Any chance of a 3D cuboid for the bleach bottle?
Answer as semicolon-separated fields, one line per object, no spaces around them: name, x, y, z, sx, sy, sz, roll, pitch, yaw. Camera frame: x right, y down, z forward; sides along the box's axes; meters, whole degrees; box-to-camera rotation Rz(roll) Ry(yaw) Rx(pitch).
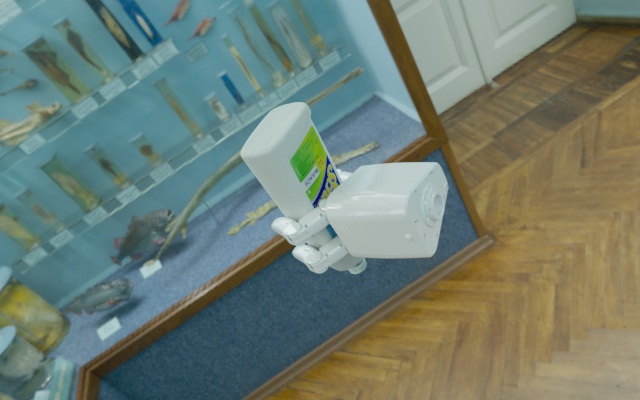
bleach bottle;0.000;0.002;0.628;0.068;0.102;0.251;-2;-45;38
